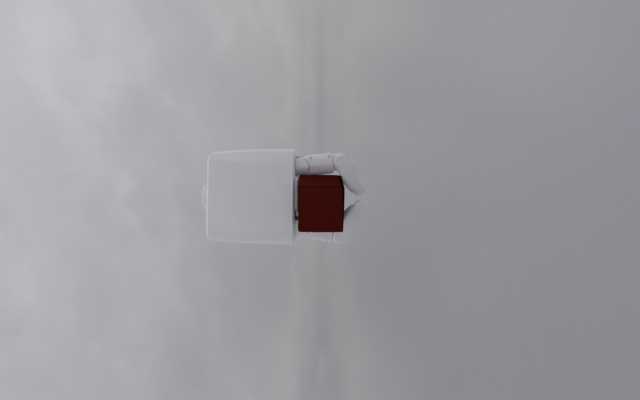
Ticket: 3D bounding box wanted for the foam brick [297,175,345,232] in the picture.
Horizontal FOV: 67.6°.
[{"bbox_3d":[0.000,0.002,0.552,0.051,0.053,0.078,1,12,-1],"label":"foam brick"}]
